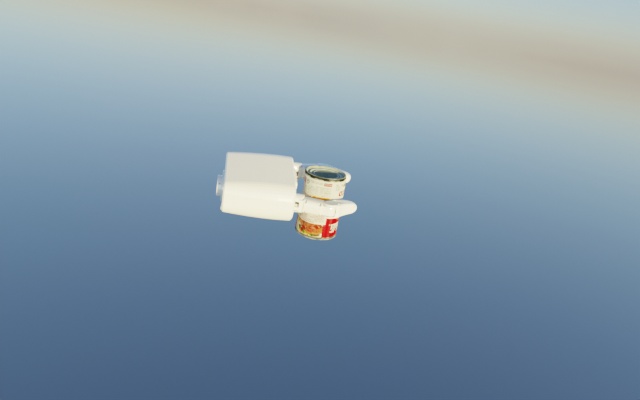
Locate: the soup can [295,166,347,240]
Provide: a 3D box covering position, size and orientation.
[{"bbox_3d":[0.001,0.002,0.761,0.068,0.102,0.068,9,21,-3],"label":"soup can"}]
